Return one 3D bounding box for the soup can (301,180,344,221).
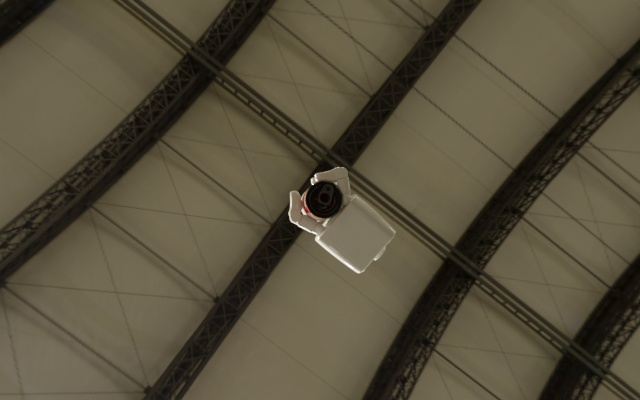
[{"bbox_3d":[0.000,0.003,0.883,0.068,0.068,0.102,0,-5,-8],"label":"soup can"}]
